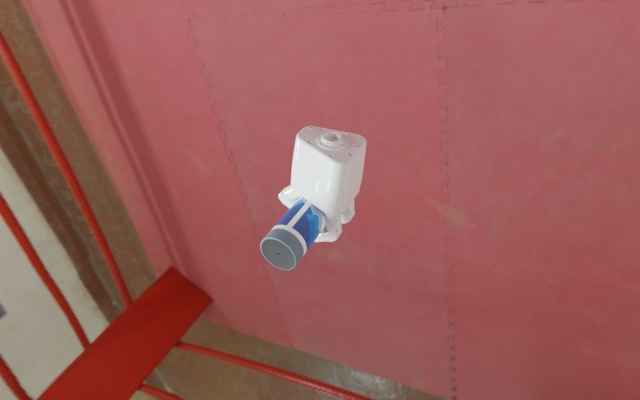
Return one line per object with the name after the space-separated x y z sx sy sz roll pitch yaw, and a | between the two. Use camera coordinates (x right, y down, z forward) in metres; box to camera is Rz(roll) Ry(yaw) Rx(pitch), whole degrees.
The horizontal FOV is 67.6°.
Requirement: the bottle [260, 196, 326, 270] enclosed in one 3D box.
0.000 0.003 0.851 0.069 0.069 0.295 0 34 33 | bottle
